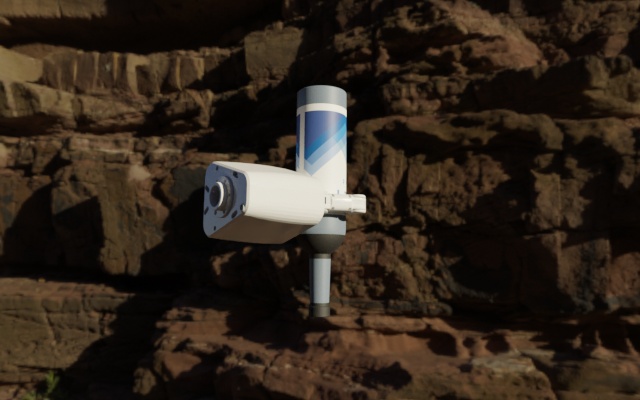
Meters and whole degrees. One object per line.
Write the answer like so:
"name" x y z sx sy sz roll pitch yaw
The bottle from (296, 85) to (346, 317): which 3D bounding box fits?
"bottle" 0.000 0.002 0.628 0.069 0.295 0.069 1 -7 0
